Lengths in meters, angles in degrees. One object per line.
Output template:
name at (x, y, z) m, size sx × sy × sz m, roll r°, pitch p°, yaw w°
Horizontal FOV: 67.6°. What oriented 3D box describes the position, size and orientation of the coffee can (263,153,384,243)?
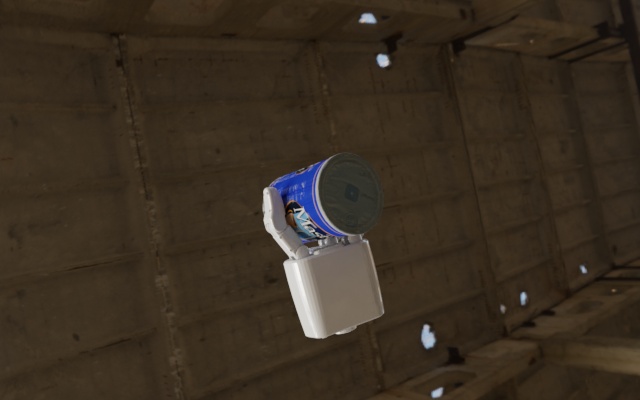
coffee can at (0.000, 0.002, 0.640) m, size 0.103 × 0.103 × 0.140 m, roll 0°, pitch -9°, yaw -35°
